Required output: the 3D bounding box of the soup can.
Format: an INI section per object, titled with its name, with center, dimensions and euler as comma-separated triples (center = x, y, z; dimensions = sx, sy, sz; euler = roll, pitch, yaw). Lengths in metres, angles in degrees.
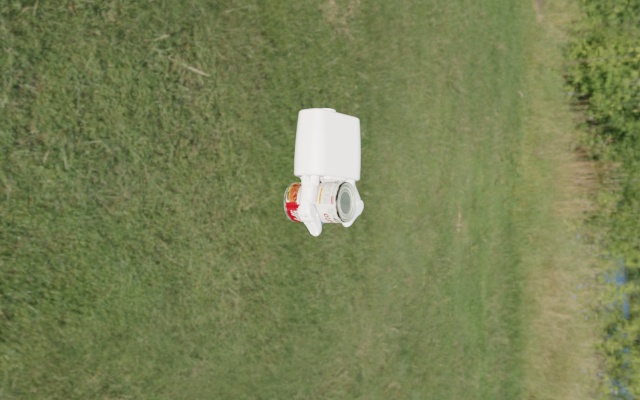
[soup can]
center = 0.000, 0.003, 0.789
dimensions = 0.102, 0.068, 0.068
euler = 0, 0, 31
